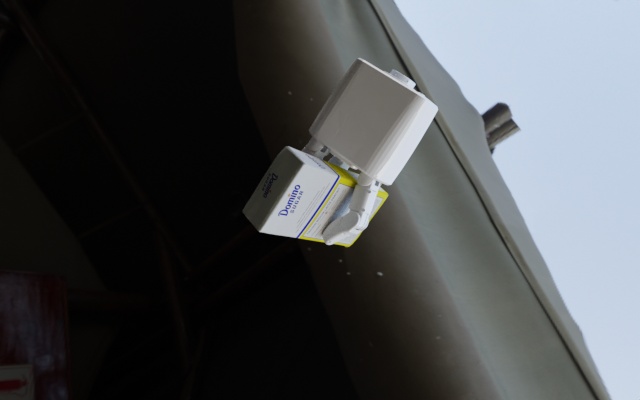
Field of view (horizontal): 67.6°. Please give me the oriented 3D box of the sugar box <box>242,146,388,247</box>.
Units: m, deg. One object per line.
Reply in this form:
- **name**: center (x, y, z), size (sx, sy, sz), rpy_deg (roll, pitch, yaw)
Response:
- **sugar box**: center (0.000, 0.001, 0.574), size (0.176, 0.093, 0.048), rpy_deg (18, 21, -49)
